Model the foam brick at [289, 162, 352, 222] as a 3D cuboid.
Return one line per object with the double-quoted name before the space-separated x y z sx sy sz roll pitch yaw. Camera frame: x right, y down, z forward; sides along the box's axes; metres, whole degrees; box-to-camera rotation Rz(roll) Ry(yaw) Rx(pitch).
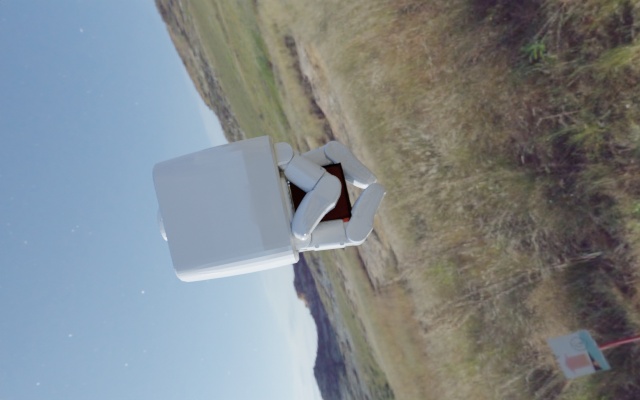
"foam brick" 0.000 0.002 0.467 0.051 0.053 0.078 -12 -13 -1
